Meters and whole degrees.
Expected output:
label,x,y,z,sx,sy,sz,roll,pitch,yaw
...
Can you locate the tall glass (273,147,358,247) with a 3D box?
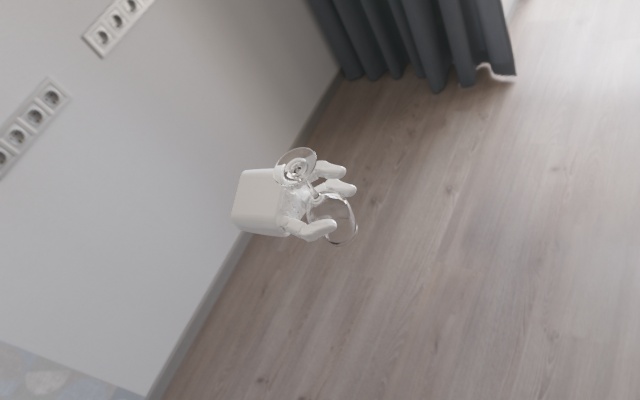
label,x,y,z,sx,sy,sz,roll,pitch,yaw
tall glass,0.000,0.002,0.804,0.079,0.079,0.201,0,-34,29
